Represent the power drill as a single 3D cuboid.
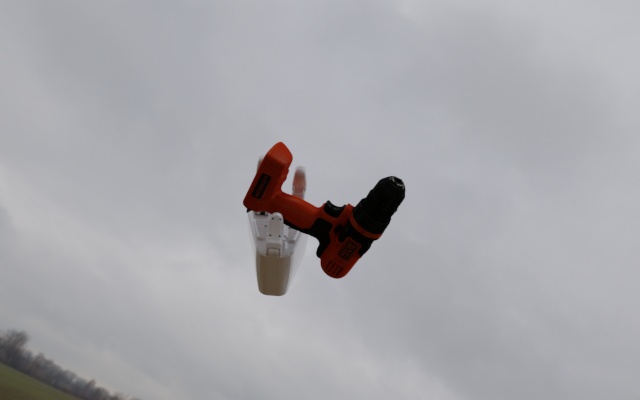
[{"bbox_3d":[0.000,0.002,0.650,0.187,0.184,0.057,34,32,2],"label":"power drill"}]
